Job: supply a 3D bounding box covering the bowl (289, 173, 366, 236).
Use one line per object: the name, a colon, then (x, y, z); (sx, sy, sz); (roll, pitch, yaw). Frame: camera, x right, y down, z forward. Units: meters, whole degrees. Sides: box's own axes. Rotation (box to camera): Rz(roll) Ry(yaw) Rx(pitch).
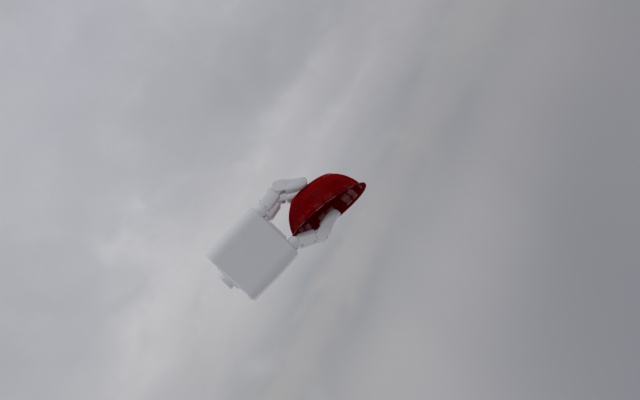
bowl: (0.001, 0.002, 0.826); (0.162, 0.055, 0.162); (-35, -14, -10)
